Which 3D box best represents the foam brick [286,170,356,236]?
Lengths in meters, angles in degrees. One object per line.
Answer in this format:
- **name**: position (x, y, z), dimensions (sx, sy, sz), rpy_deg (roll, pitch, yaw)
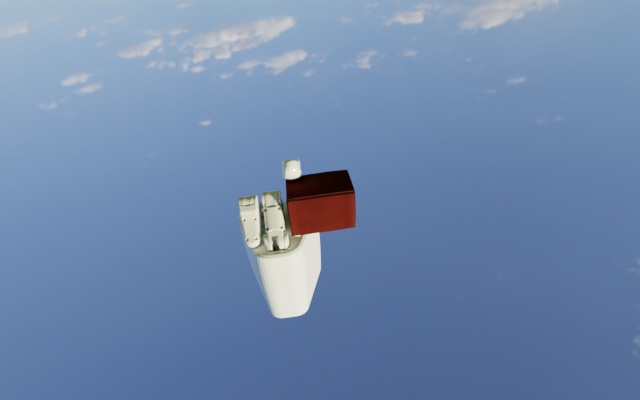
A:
- **foam brick**: position (0.000, 0.002, 0.561), dimensions (0.078, 0.051, 0.053), rpy_deg (-8, 33, -1)
